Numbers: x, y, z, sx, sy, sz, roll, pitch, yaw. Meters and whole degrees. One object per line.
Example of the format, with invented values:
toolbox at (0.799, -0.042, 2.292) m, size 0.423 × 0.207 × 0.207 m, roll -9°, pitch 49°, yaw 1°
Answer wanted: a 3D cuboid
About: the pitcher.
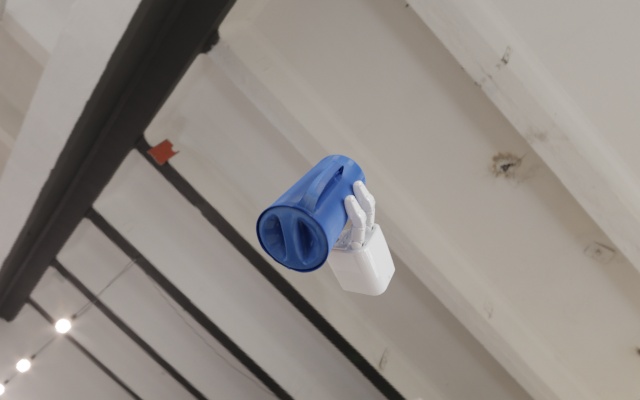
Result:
pitcher at (0.000, 0.003, 0.869) m, size 0.149 × 0.145 × 0.242 m, roll -13°, pitch 23°, yaw 32°
